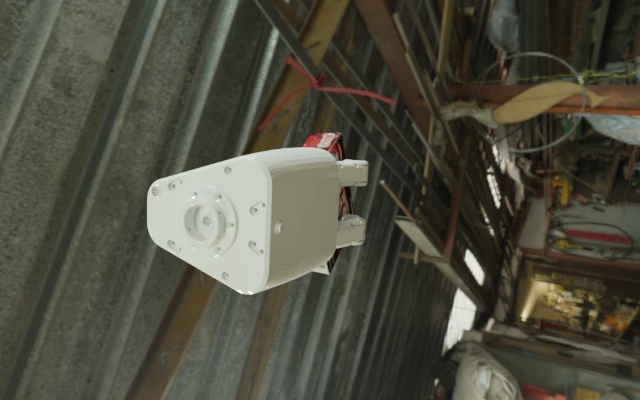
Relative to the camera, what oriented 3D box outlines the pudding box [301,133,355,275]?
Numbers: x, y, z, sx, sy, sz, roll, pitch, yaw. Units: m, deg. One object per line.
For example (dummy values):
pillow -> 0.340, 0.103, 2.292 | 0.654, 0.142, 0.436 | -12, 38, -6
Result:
pudding box -> 0.000, 0.002, 0.475 | 0.039, 0.114, 0.090 | 6, 37, 22
